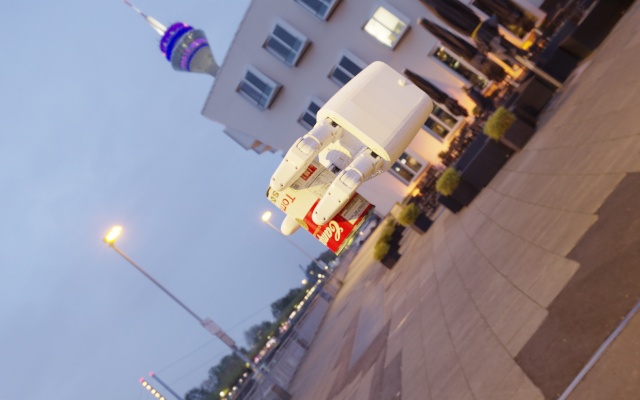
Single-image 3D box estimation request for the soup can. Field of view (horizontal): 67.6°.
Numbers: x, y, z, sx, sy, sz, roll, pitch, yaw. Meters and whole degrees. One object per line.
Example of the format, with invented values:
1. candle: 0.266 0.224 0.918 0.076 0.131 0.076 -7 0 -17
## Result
1. soup can: 0.000 0.002 0.522 0.102 0.068 0.068 38 5 6
